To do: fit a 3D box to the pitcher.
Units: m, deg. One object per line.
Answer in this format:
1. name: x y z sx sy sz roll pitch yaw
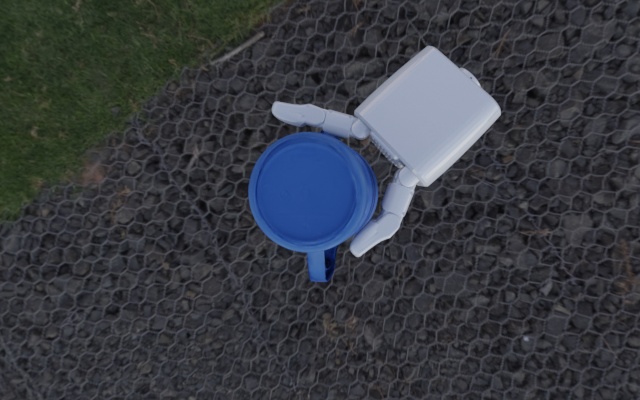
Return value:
1. pitcher: 0.000 0.002 0.533 0.145 0.149 0.243 -43 -3 5
